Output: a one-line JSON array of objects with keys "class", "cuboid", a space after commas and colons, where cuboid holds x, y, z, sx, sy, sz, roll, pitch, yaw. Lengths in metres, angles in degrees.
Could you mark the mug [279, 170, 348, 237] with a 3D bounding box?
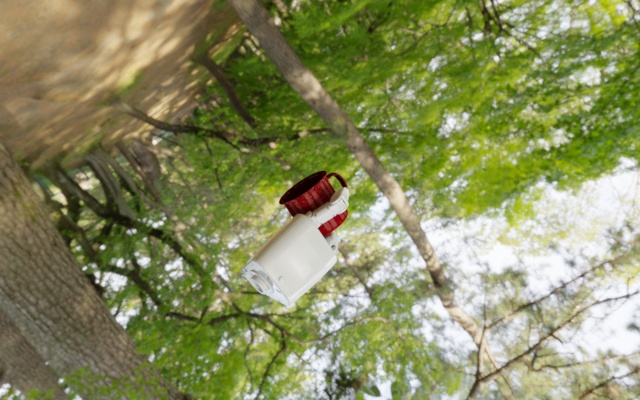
[{"class": "mug", "cuboid": [0.001, 0.002, 0.790, 0.117, 0.081, 0.093, -42, 17, -26]}]
